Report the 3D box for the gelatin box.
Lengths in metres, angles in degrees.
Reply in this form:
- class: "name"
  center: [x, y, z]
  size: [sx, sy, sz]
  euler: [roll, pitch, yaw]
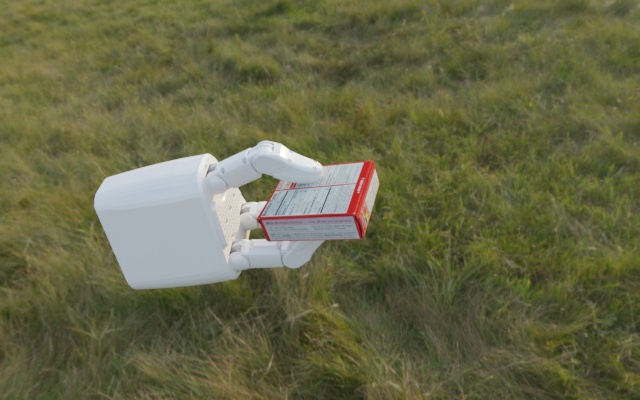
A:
- class: "gelatin box"
  center: [0.000, 0.001, 0.410]
  size: [0.089, 0.030, 0.073]
  euler: [-4, 37, 23]
